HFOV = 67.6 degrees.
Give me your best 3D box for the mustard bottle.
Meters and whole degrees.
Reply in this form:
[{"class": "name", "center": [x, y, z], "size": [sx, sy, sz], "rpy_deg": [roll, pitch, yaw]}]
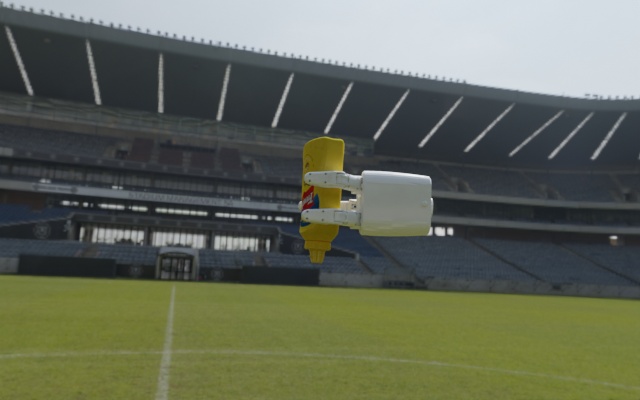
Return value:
[{"class": "mustard bottle", "center": [0.000, 0.002, 0.756], "size": [0.058, 0.191, 0.096], "rpy_deg": [6, -8, -23]}]
